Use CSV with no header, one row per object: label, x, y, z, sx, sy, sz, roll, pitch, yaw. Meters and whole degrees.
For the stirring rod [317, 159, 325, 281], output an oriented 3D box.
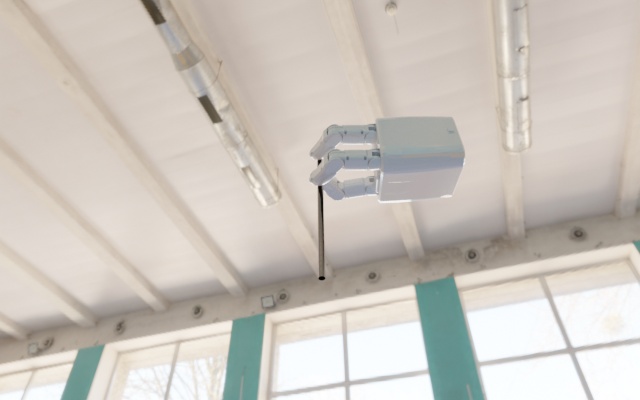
stirring rod,0.000,0.002,0.613,0.011,0.011,0.239,0,44,0
